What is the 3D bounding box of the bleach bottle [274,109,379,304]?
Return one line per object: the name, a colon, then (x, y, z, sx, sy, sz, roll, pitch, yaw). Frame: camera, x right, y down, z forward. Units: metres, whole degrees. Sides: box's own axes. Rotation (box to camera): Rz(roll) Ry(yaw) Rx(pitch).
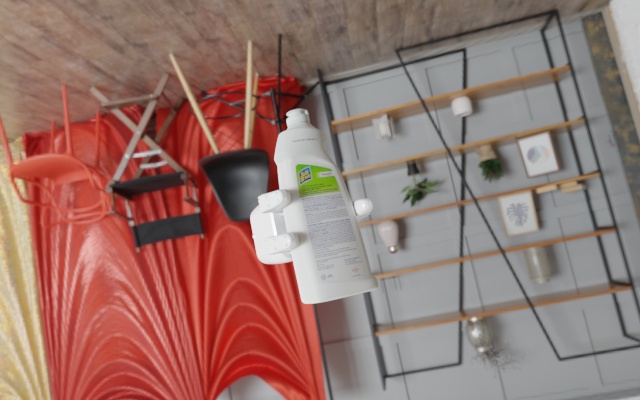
bleach bottle: (0.000, 0.002, 0.630, 0.102, 0.251, 0.068, -7, -9, -26)
